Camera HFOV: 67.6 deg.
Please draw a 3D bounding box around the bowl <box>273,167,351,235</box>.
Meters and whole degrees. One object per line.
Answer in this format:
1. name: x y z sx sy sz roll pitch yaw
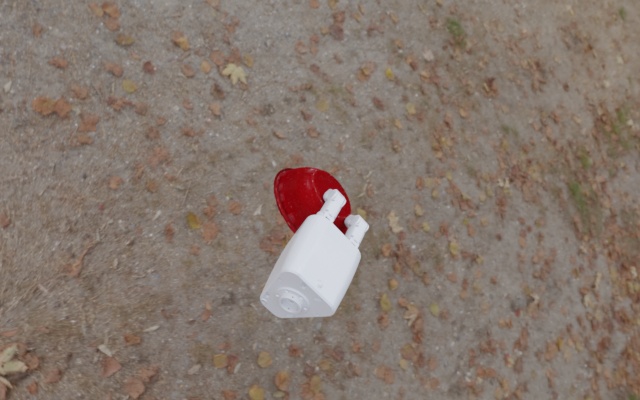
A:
1. bowl: 0.000 0.001 0.781 0.055 0.162 0.162 -35 -18 28
